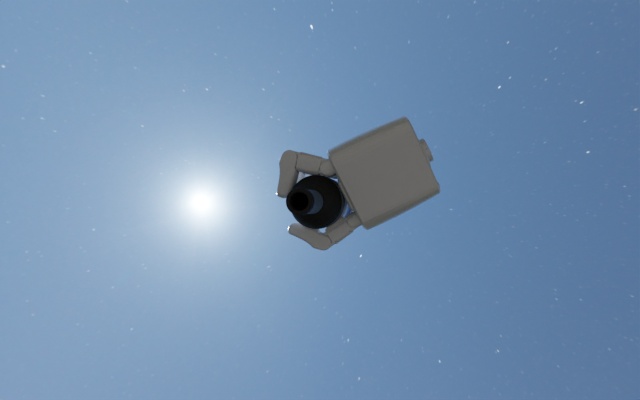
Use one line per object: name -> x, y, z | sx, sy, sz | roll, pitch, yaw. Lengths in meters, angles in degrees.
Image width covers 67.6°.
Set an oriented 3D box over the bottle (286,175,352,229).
bottle -> 0.000, 0.002, 0.619 | 0.069, 0.069, 0.296 | 0, 0, 8
